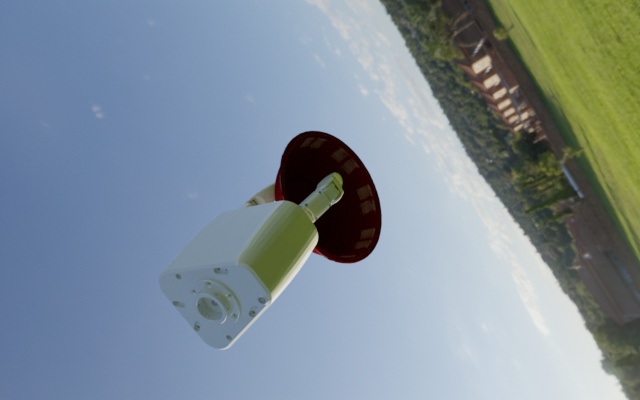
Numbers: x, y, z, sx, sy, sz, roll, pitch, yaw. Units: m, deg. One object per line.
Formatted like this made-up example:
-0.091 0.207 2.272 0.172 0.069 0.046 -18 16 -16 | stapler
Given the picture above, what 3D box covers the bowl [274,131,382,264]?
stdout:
0.001 0.002 0.565 0.162 0.162 0.055 0 -19 -45 | bowl
